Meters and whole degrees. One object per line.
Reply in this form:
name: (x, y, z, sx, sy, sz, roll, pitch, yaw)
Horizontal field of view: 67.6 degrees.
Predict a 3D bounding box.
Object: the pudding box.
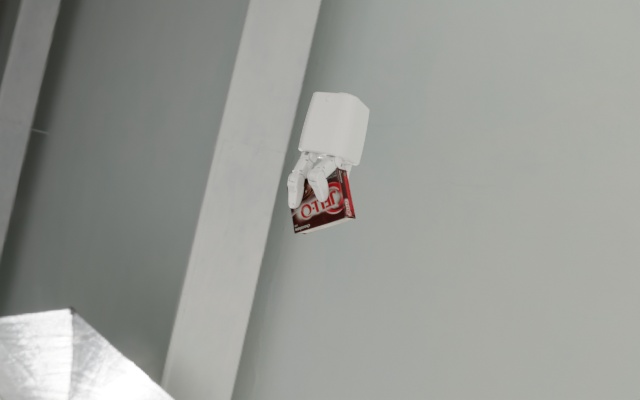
pudding box: (0.000, 0.003, 0.831, 0.113, 0.090, 0.039, -21, -19, 34)
